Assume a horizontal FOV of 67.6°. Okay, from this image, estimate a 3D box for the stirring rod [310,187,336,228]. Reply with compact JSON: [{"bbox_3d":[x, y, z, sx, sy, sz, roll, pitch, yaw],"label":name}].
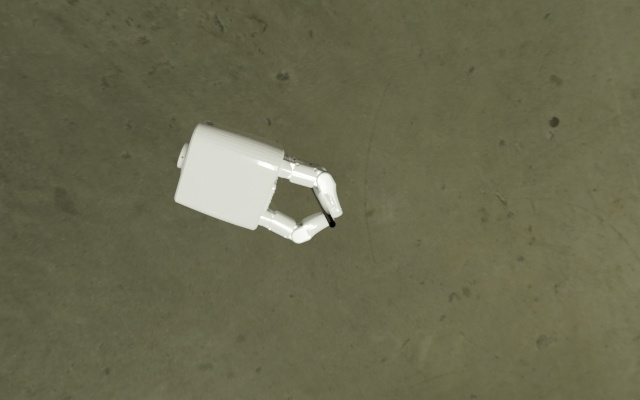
[{"bbox_3d":[0.000,0.002,0.668,0.011,0.011,0.239,0,12,-7],"label":"stirring rod"}]
